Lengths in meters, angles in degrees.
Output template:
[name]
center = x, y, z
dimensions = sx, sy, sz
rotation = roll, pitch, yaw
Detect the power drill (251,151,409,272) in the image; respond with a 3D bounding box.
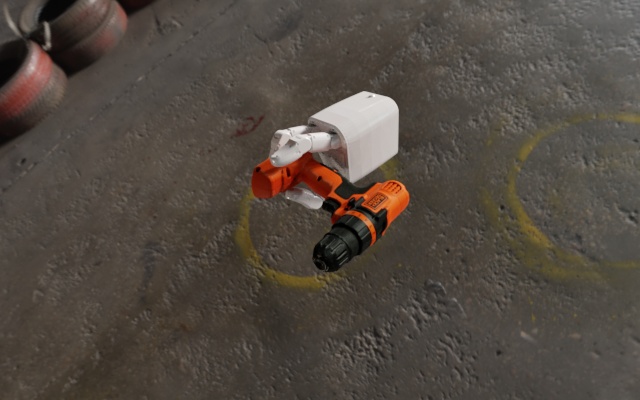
[power drill]
center = 0.000, 0.002, 0.635
dimensions = 0.187, 0.057, 0.184
rotation = 30, 43, 24
